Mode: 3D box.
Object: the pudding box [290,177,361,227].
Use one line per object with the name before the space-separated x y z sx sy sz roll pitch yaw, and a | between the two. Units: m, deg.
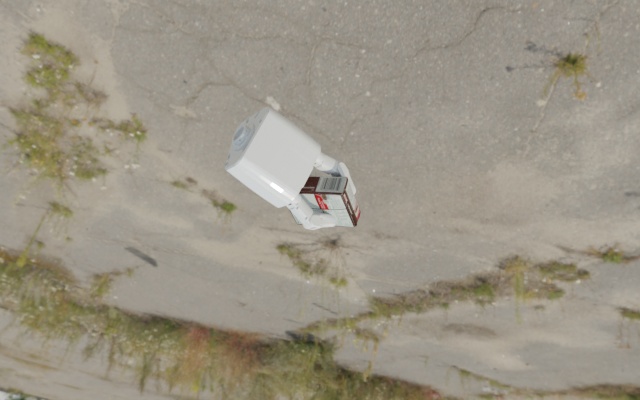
pudding box | 0.000 0.003 0.785 0.113 0.039 0.090 3 -37 24
